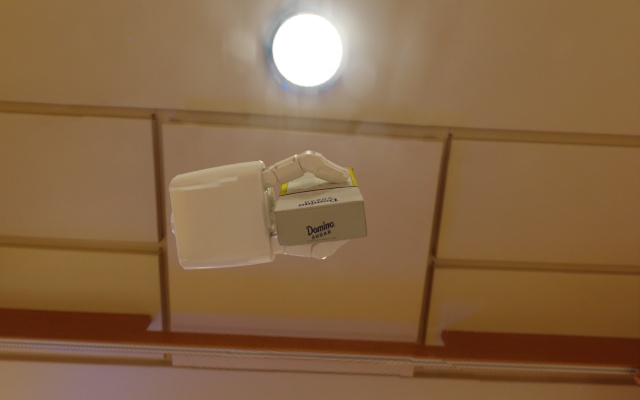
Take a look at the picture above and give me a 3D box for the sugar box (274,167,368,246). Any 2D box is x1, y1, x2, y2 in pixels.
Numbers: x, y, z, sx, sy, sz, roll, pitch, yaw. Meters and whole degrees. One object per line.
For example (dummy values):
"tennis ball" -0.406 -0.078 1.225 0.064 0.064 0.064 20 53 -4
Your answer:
"sugar box" 0.000 0.002 0.559 0.093 0.048 0.176 -7 17 2
